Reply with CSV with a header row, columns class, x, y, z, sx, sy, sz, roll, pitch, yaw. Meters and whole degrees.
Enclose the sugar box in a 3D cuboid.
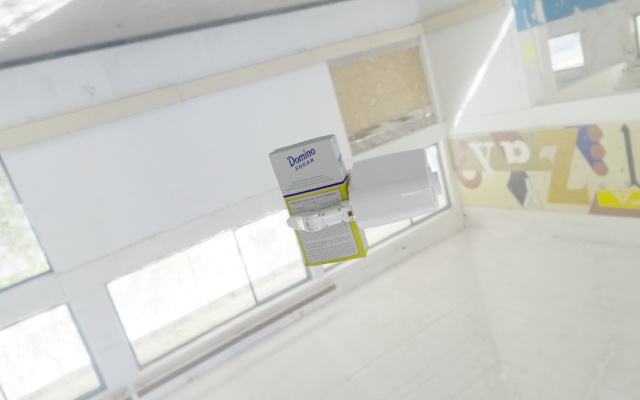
class,x,y,z,sx,sy,sz,roll,pitch,yaw
sugar box,0.000,0.002,0.675,0.093,0.176,0.048,-12,13,17
